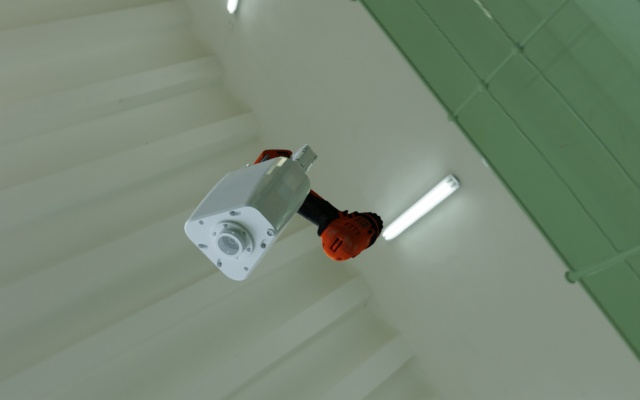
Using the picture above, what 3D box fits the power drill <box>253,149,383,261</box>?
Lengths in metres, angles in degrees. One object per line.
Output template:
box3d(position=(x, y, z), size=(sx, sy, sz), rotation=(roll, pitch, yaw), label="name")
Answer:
box3d(position=(0.000, 0.002, 0.670), size=(0.187, 0.057, 0.184), rotation=(37, 15, 12), label="power drill")
